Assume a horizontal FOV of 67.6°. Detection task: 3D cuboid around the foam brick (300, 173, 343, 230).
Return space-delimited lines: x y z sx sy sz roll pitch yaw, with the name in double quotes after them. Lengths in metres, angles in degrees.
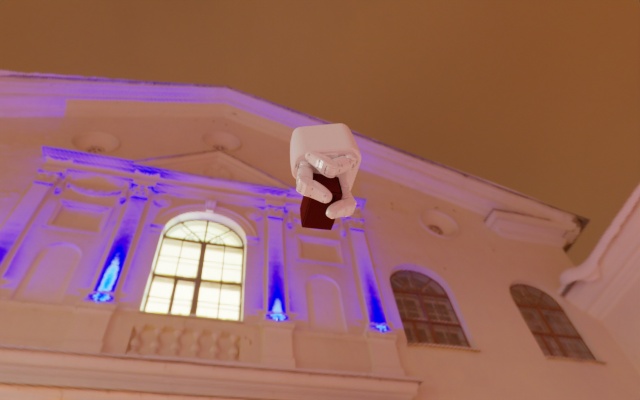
0.000 0.003 0.796 0.053 0.078 0.051 8 33 -14 "foam brick"
